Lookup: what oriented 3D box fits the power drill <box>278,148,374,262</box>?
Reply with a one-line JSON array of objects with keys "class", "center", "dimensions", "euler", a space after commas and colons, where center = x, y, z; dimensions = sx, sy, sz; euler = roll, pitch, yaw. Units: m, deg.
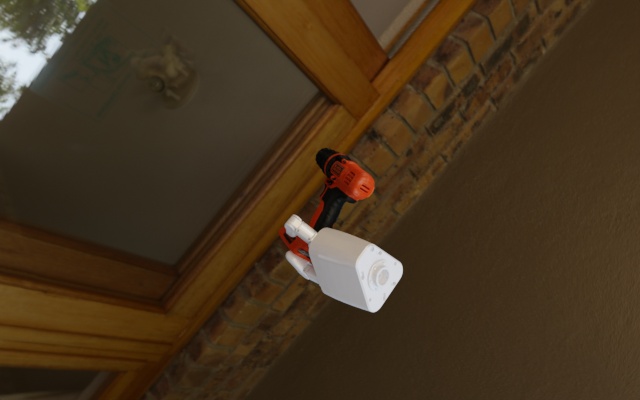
[{"class": "power drill", "center": [0.000, 0.003, 0.848], "dimensions": [0.057, 0.187, 0.184], "euler": [27, 9, -29]}]
